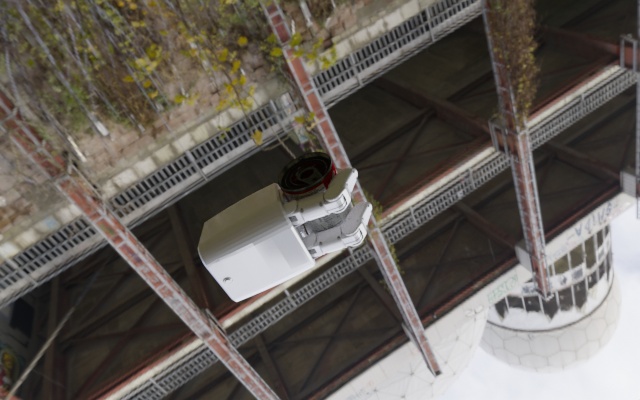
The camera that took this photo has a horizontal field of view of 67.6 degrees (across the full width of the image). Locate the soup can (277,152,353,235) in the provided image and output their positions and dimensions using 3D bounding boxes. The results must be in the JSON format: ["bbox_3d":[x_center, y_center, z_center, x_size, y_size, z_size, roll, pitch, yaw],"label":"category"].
[{"bbox_3d":[0.001,0.002,0.577,0.068,0.102,0.068,-17,37,14],"label":"soup can"}]
